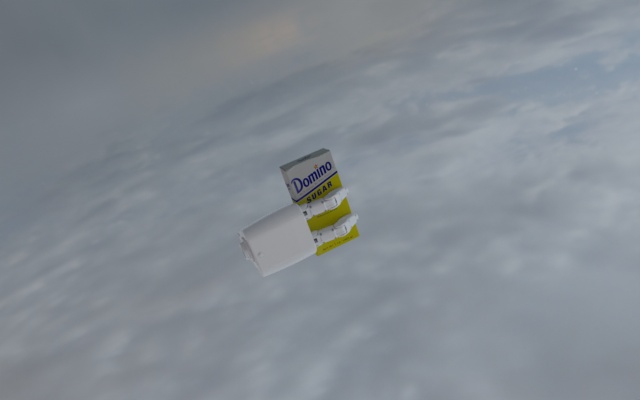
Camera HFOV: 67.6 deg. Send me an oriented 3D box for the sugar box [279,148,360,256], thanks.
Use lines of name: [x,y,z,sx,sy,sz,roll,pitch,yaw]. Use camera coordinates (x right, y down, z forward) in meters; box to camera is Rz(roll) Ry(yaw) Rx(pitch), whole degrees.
sugar box: [0.000,0.003,0.876,0.093,0.176,0.048,-25,21,-13]
